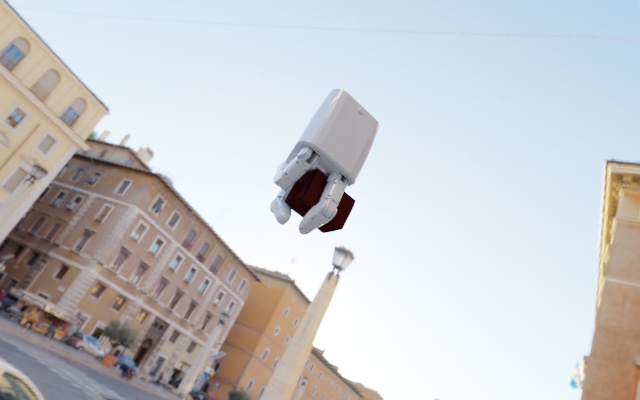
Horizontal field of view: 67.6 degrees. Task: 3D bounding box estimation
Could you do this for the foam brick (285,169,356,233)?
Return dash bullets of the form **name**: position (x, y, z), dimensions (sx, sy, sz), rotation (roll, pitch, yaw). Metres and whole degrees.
- **foam brick**: position (0.000, 0.002, 0.670), dimensions (0.078, 0.051, 0.053), rotation (39, -27, -23)
